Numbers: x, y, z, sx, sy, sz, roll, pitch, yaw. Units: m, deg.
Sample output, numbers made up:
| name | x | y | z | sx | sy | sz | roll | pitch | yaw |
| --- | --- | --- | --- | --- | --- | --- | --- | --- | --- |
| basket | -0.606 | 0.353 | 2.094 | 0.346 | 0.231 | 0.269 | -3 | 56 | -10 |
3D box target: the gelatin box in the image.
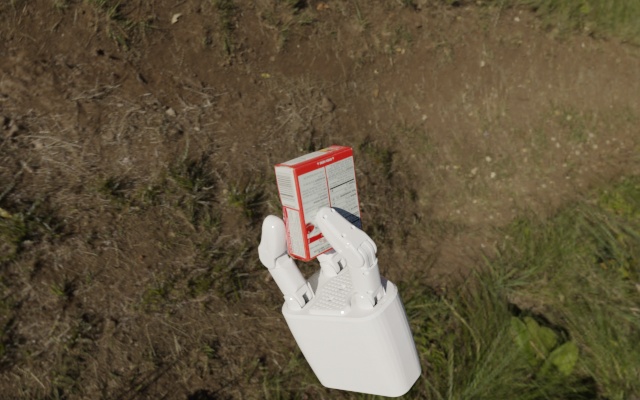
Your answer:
| name | x | y | z | sx | sy | sz | roll | pitch | yaw |
| --- | --- | --- | --- | --- | --- | --- | --- | --- | --- |
| gelatin box | 0.000 | 0.001 | 0.436 | 0.073 | 0.089 | 0.030 | -23 | 24 | -39 |
